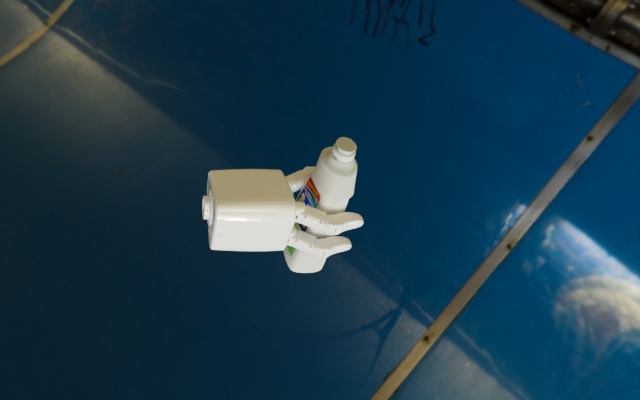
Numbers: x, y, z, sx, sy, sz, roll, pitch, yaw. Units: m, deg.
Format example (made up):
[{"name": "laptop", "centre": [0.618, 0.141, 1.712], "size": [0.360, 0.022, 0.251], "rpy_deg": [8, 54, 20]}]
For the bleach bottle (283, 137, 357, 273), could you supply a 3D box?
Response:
[{"name": "bleach bottle", "centre": [0.000, 0.002, 0.714], "size": [0.068, 0.102, 0.251], "rpy_deg": [1, -41, -19]}]
